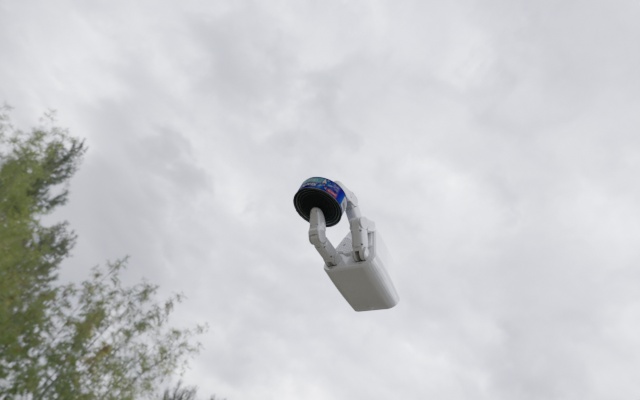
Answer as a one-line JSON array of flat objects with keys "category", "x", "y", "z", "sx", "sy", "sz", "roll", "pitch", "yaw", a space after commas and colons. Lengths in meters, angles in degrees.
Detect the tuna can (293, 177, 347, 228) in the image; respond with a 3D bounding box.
[{"category": "tuna can", "x": 0.000, "y": 0.002, "z": 0.788, "sx": 0.086, "sy": 0.086, "sz": 0.033, "roll": 0, "pitch": 40, "yaw": 28}]
